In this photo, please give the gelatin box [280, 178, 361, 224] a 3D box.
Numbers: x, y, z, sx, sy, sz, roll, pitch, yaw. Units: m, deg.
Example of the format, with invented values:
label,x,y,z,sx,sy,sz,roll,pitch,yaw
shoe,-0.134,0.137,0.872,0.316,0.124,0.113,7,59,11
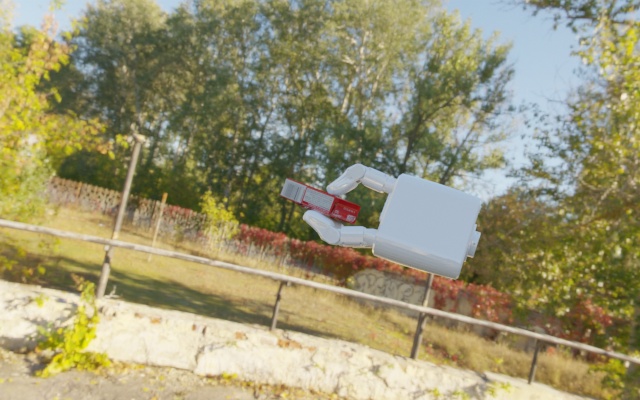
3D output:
label,x,y,z,sx,sy,sz,roll,pitch,yaw
gelatin box,0.000,0.002,0.659,0.089,0.030,0.073,22,0,31
